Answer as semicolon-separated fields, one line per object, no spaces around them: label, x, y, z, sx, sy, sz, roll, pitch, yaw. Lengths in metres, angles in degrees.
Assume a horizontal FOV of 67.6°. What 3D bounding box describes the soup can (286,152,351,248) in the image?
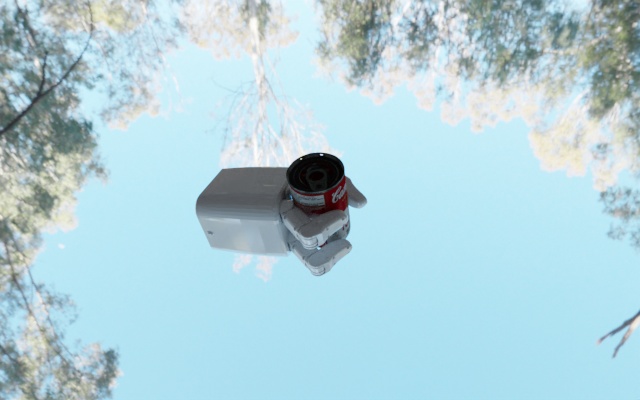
soup can;0.001;0.002;0.580;0.068;0.068;0.102;0;-44;10
